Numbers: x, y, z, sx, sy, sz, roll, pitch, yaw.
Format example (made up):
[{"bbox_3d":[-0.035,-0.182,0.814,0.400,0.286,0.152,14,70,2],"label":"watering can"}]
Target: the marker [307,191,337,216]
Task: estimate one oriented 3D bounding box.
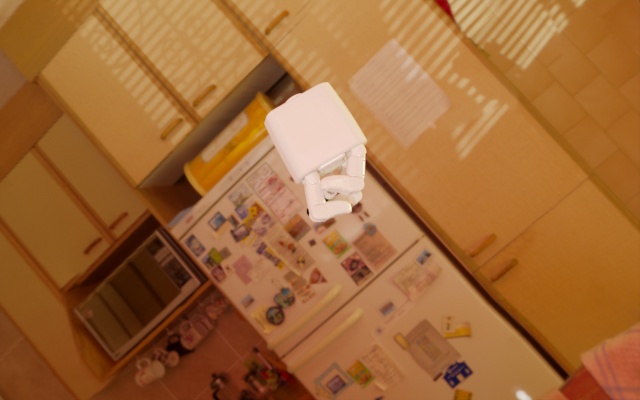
[{"bbox_3d":[0.000,0.002,0.718,0.020,0.020,0.121,0,-17,-15],"label":"marker"}]
